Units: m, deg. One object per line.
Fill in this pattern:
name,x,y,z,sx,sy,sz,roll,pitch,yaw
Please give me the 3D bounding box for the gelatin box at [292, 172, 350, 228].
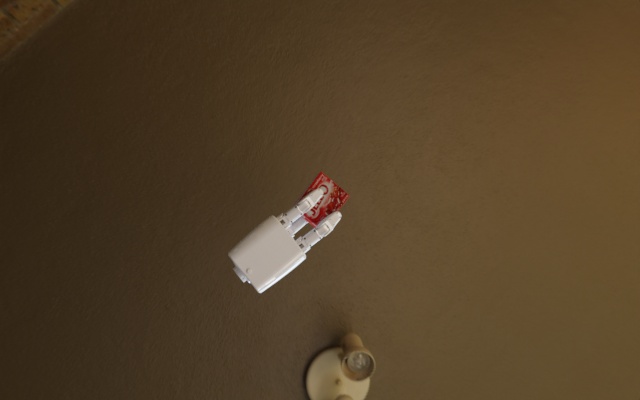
gelatin box,0.000,0.003,0.900,0.073,0.089,0.030,39,-15,-9
